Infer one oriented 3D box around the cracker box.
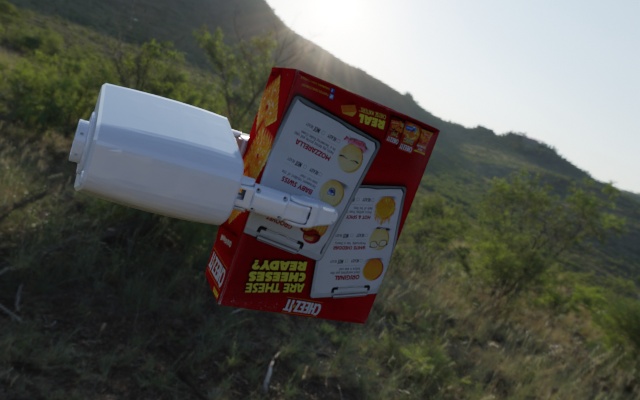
[{"bbox_3d":[0.000,0.001,0.466,0.164,0.214,0.072,15,10,-29],"label":"cracker box"}]
